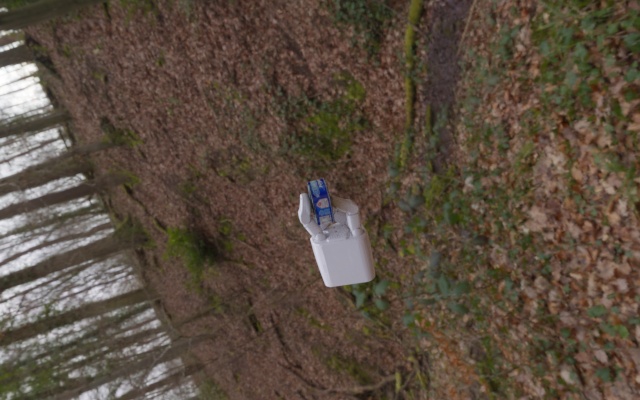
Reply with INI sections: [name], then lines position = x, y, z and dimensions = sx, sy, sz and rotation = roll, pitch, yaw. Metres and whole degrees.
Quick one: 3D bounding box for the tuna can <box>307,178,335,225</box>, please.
[tuna can]
position = 0.000, 0.003, 0.897
dimensions = 0.034, 0.086, 0.086
rotation = -13, 1, -3
